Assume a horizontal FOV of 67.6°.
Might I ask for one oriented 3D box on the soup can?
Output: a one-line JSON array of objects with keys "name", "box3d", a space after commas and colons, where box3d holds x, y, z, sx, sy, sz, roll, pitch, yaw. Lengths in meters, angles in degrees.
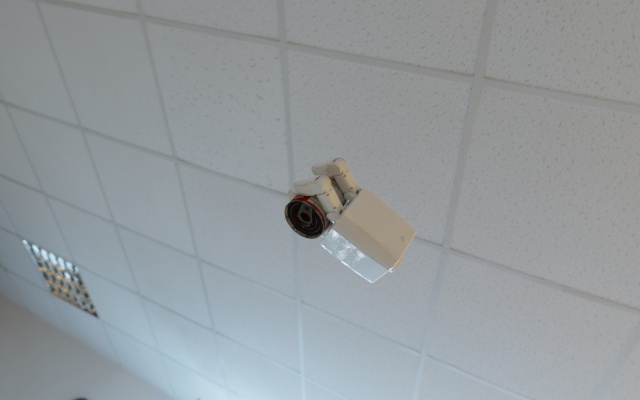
[{"name": "soup can", "box3d": [0.000, 0.002, 0.738, 0.068, 0.068, 0.102, 0, 32, 36]}]
